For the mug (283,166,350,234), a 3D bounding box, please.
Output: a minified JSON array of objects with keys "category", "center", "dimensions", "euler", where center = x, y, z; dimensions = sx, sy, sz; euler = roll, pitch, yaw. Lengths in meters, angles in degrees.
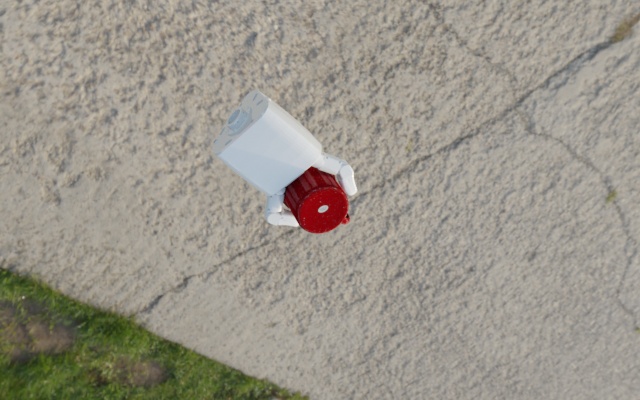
[{"category":"mug","center":[0.001,0.003,0.722],"dimensions":[0.117,0.093,0.081],"euler":[36,12,-33]}]
